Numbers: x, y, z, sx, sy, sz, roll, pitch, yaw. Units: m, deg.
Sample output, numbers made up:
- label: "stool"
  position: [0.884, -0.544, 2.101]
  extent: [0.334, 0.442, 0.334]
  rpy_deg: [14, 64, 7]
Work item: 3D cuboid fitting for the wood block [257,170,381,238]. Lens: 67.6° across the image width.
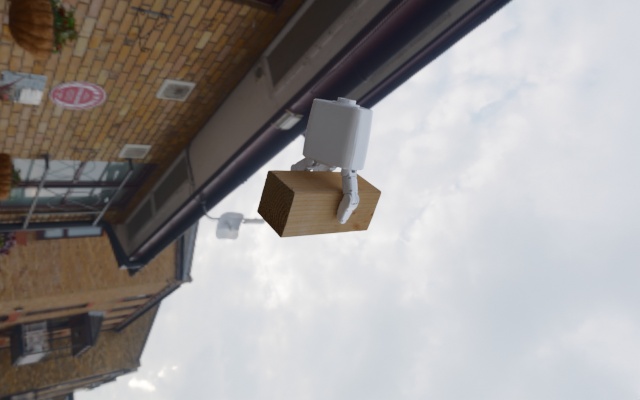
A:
- label: "wood block"
  position: [0.001, 0.003, 0.884]
  extent: [0.206, 0.090, 0.090]
  rpy_deg: [-2, 30, -39]
